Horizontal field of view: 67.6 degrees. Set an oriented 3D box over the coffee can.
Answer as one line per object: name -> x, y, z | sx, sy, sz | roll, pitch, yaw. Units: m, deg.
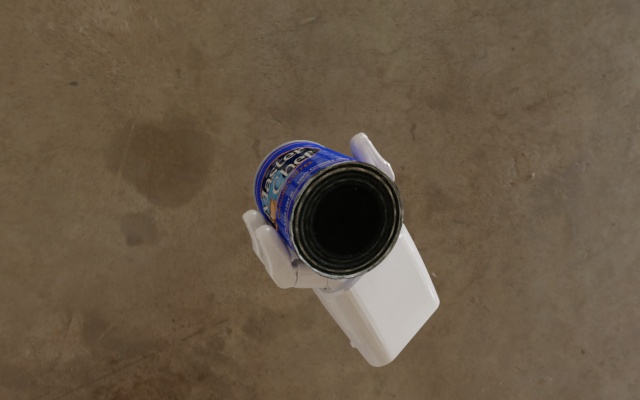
coffee can -> 0.000, 0.001, 0.457 | 0.103, 0.103, 0.140 | 0, 14, -20
